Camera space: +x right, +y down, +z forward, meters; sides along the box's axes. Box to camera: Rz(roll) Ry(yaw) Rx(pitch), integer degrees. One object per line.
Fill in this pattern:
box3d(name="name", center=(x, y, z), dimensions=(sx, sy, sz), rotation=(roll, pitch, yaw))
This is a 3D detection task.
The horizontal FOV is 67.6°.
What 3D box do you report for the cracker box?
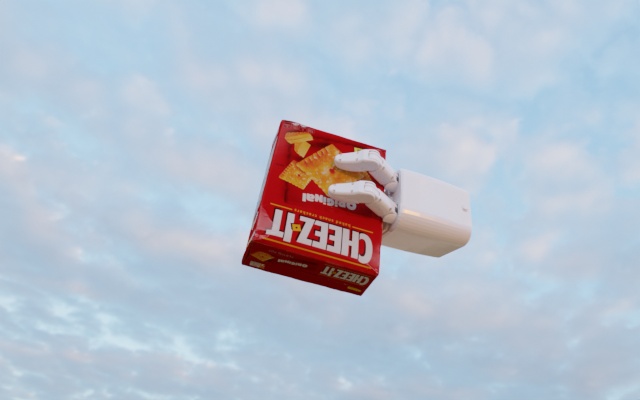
box3d(name="cracker box", center=(0.000, 0.002, 0.648), dimensions=(0.164, 0.213, 0.072), rotation=(16, -39, -9))
